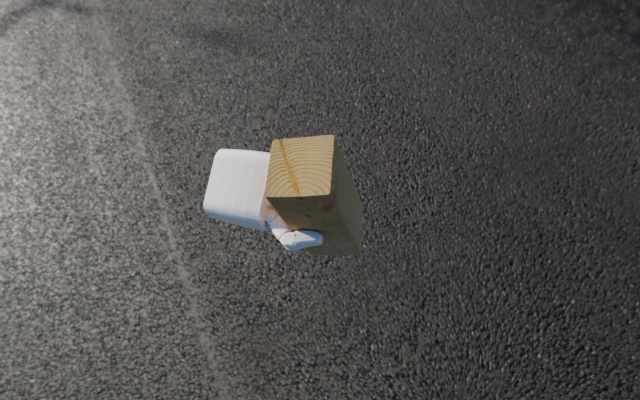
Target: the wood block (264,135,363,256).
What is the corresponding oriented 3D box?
[{"bbox_3d":[0.000,0.003,0.701,0.090,0.090,0.206,-2,-27,16],"label":"wood block"}]
